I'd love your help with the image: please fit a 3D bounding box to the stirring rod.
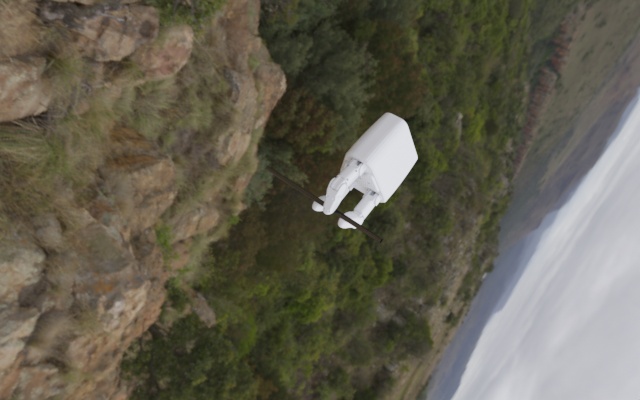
[{"bbox_3d":[0.000,0.002,0.775,0.239,0.011,0.011,33,15,24],"label":"stirring rod"}]
